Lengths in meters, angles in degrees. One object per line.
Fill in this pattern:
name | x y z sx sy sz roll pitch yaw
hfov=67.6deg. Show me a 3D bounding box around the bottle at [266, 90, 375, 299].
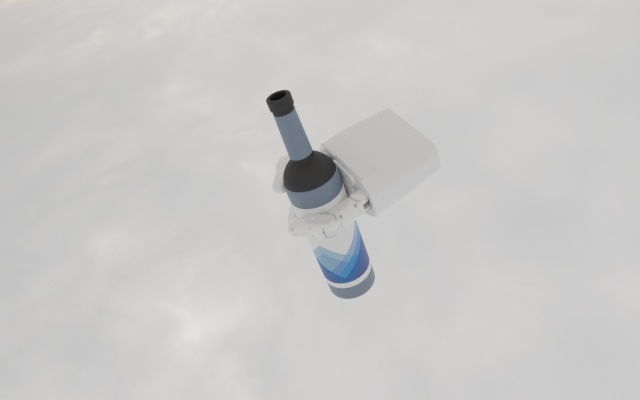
bottle | 0.000 0.002 0.581 0.069 0.296 0.069 -14 37 11
